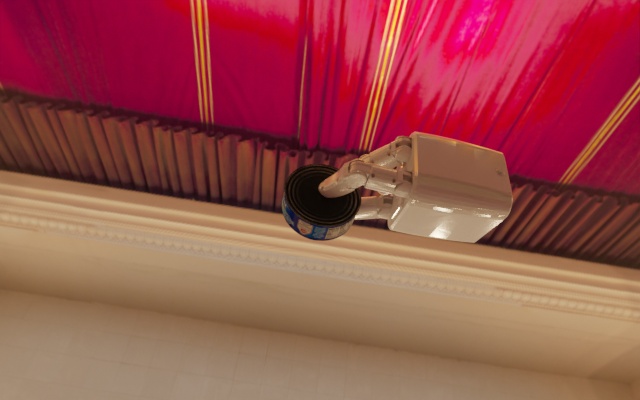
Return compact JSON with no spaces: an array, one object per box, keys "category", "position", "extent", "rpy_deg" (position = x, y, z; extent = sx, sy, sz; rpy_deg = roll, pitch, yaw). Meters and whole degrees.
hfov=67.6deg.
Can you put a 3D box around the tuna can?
[{"category":"tuna can","position":[0.000,0.002,0.533],"extent":[0.086,0.086,0.034],"rpy_deg":[0,-37,-14]}]
